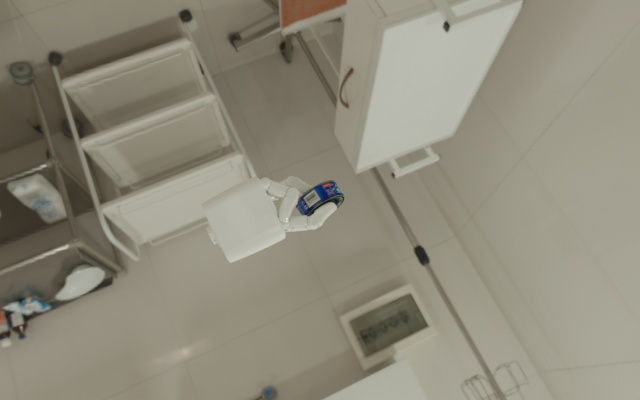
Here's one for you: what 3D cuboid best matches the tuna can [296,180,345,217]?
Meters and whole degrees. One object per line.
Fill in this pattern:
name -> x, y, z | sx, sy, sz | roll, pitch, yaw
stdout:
tuna can -> 0.000, 0.003, 0.860 | 0.086, 0.033, 0.086 | -29, -19, -11
